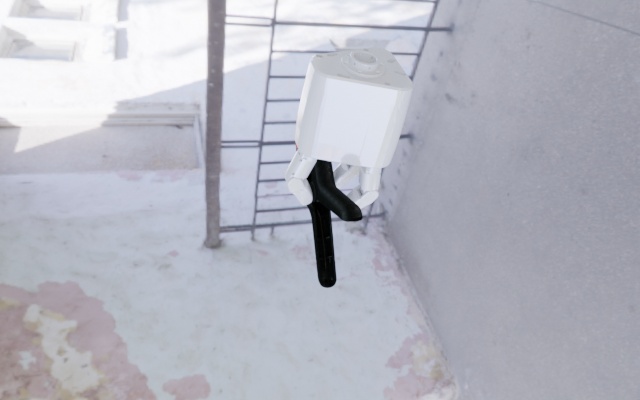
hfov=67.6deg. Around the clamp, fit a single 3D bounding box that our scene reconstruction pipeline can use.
[{"bbox_3d":[-0.001,0.002,0.648,0.036,0.165,0.209,-4,46,-18],"label":"clamp"}]
